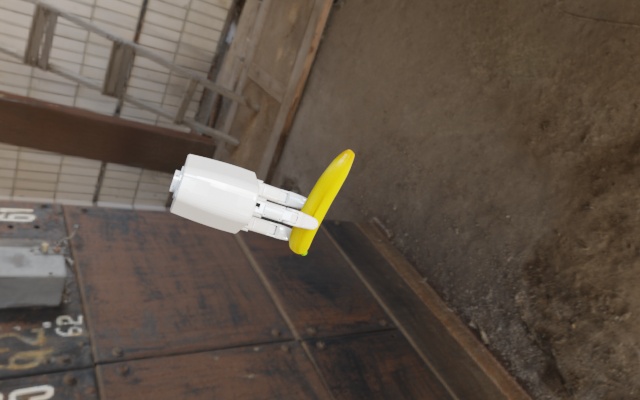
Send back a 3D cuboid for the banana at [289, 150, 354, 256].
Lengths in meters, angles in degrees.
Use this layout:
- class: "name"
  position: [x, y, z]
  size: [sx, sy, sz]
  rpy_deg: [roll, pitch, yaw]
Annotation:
- class: "banana"
  position: [-0.006, 0.010, 0.740]
  size: [0.037, 0.198, 0.069]
  rpy_deg: [29, 20, 4]
